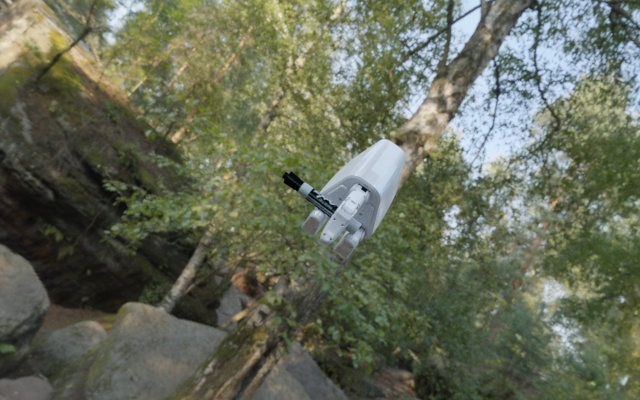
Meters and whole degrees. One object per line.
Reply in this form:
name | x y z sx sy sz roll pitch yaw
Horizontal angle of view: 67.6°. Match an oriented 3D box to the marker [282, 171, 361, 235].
marker | 0.000 0.002 0.626 0.121 0.020 0.020 37 2 3
